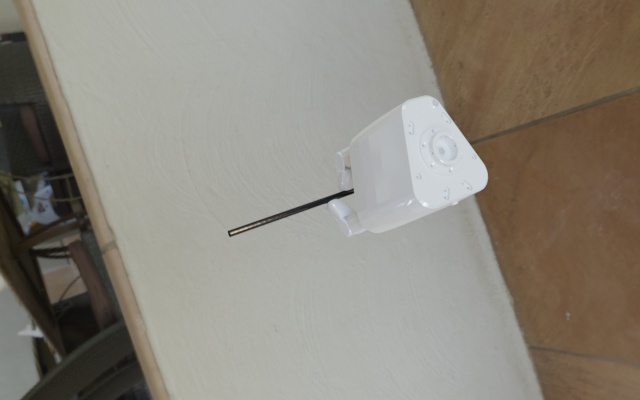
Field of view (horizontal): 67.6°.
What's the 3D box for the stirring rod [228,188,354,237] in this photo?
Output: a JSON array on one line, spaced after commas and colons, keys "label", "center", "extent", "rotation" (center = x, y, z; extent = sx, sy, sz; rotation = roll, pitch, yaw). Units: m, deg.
[{"label": "stirring rod", "center": [0.000, 0.002, 0.584], "extent": [0.239, 0.011, 0.011], "rotation": [-19, 9, -27]}]
